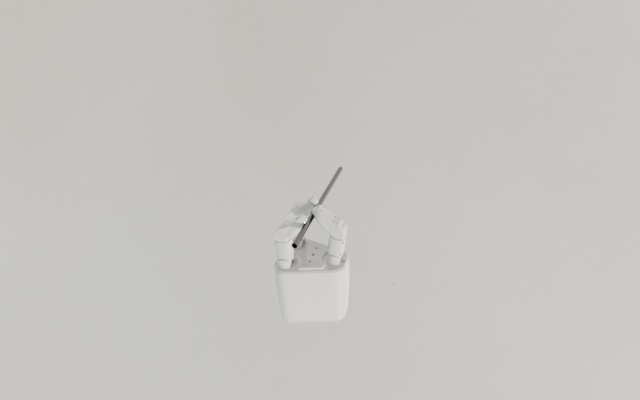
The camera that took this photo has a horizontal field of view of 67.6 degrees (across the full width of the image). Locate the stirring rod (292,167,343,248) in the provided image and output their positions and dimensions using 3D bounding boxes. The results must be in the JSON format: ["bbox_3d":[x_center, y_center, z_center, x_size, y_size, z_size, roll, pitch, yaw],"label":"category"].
[{"bbox_3d":[0.000,0.002,0.730,0.011,0.011,0.239,0,29,19],"label":"stirring rod"}]
